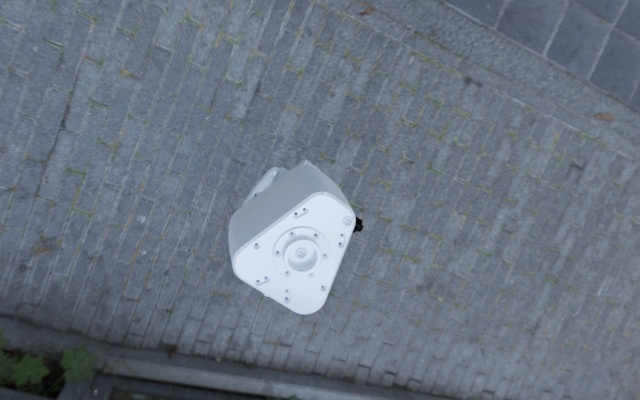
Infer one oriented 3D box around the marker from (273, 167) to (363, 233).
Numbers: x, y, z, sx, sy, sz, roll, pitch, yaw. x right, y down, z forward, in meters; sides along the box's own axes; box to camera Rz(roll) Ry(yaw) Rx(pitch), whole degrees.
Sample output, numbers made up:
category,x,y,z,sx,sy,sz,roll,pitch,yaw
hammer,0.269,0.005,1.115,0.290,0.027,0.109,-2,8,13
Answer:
category,x,y,z,sx,sy,sz,roll,pitch,yaw
marker,0.000,0.002,0.549,0.121,0.020,0.020,34,-11,-17
